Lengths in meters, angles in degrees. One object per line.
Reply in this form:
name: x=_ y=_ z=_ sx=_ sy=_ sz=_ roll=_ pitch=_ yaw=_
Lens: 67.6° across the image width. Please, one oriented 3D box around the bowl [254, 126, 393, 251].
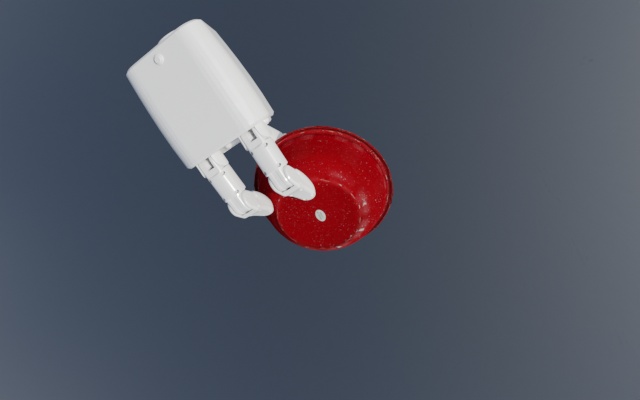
bowl: x=0.001 y=0.003 z=0.534 sx=0.162 sy=0.162 sz=0.055 roll=0 pitch=33 yaw=7
